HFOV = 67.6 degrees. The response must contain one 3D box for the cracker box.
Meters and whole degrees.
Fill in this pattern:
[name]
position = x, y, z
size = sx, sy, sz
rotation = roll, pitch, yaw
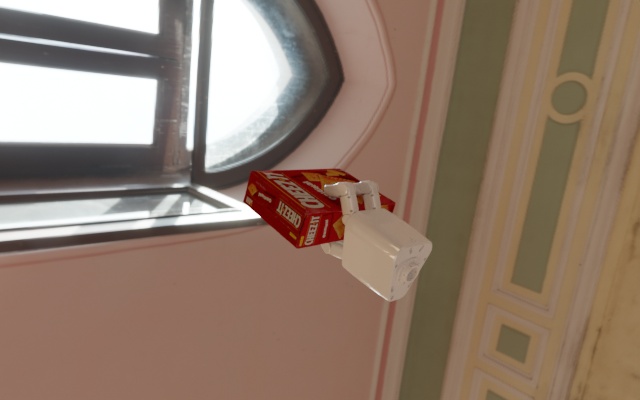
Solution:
[cracker box]
position = 0.000, 0.003, 0.843
size = 0.213, 0.072, 0.164
rotation = -5, 29, -42
